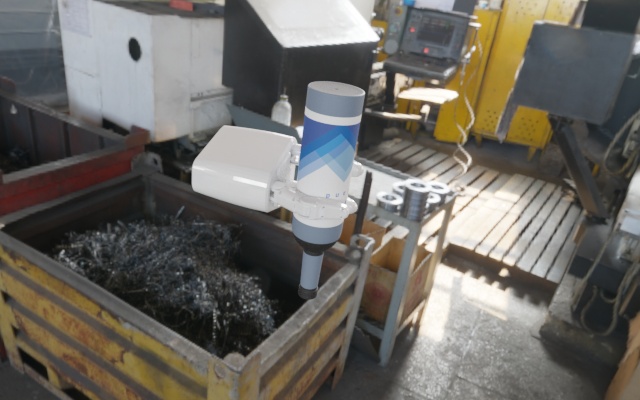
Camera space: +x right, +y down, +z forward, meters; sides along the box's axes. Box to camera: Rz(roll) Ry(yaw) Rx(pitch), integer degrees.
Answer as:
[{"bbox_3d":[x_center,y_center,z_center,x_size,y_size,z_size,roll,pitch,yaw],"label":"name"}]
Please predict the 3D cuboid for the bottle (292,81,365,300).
[{"bbox_3d":[0.000,0.002,0.614,0.069,0.296,0.069,6,26,-3],"label":"bottle"}]
